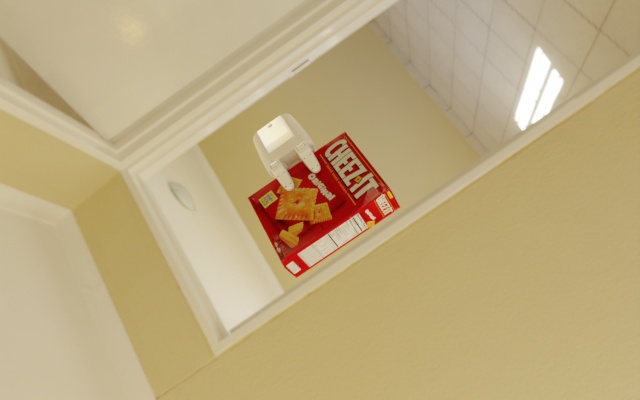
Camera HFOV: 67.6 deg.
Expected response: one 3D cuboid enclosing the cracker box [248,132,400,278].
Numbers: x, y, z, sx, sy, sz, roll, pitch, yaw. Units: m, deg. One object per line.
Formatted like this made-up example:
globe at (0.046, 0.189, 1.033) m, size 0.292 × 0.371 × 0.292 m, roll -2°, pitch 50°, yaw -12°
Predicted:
cracker box at (0.000, 0.003, 0.821) m, size 0.214 × 0.164 × 0.072 m, roll -35°, pitch -39°, yaw 3°
